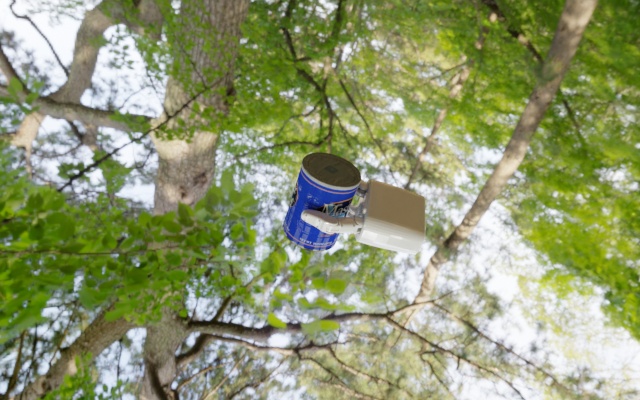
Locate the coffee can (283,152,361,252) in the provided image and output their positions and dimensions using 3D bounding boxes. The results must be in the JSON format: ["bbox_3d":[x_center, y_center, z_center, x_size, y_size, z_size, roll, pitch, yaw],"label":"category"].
[{"bbox_3d":[0.000,0.003,0.826,0.103,0.140,0.102,13,34,-9],"label":"coffee can"}]
